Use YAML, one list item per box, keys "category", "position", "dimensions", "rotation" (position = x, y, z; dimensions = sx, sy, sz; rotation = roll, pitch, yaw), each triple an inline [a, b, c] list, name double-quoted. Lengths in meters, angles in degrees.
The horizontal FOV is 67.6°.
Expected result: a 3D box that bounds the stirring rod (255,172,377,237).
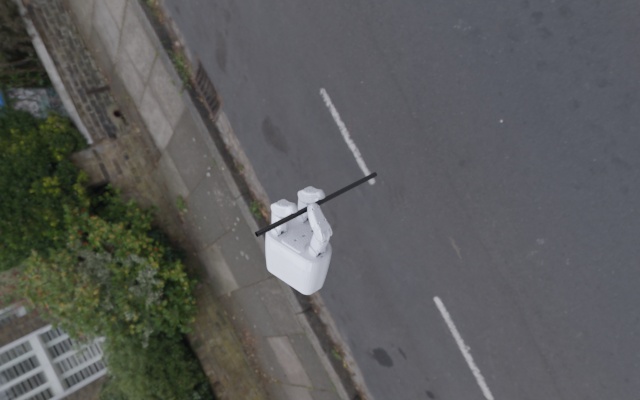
- category: "stirring rod"
  position: [0.000, 0.003, 0.756]
  dimensions: [0.239, 0.011, 0.011]
  rotation: [-27, 14, -29]
